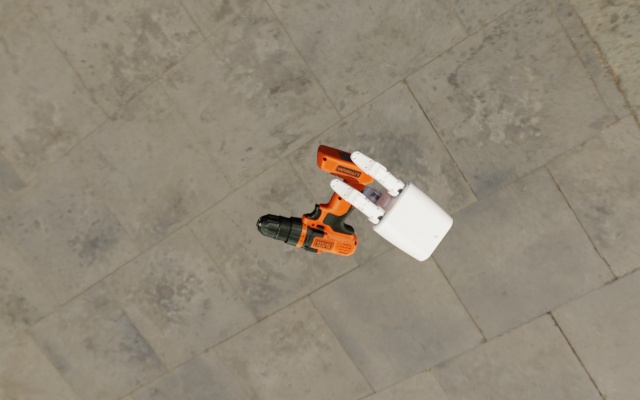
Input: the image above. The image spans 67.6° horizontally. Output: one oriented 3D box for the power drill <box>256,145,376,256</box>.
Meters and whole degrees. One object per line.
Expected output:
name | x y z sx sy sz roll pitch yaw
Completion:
power drill | 0.001 0.002 0.817 0.184 0.188 0.057 14 27 -18
